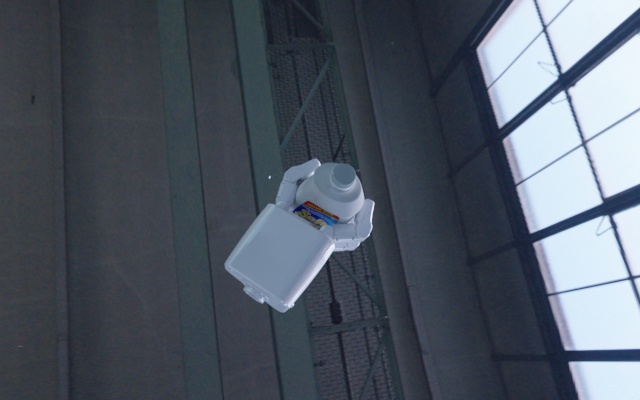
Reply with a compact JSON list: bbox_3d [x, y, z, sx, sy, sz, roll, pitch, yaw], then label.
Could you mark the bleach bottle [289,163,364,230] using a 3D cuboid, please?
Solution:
[{"bbox_3d":[0.000,0.002,0.690,0.102,0.068,0.251,36,-21,3],"label":"bleach bottle"}]
